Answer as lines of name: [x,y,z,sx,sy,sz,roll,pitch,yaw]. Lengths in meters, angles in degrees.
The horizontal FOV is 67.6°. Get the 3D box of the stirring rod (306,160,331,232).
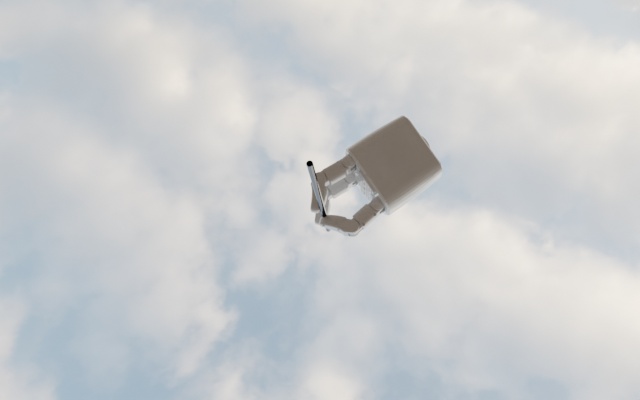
stirring rod: [0.000,0.002,0.656,0.011,0.011,0.240,0,-22,6]
